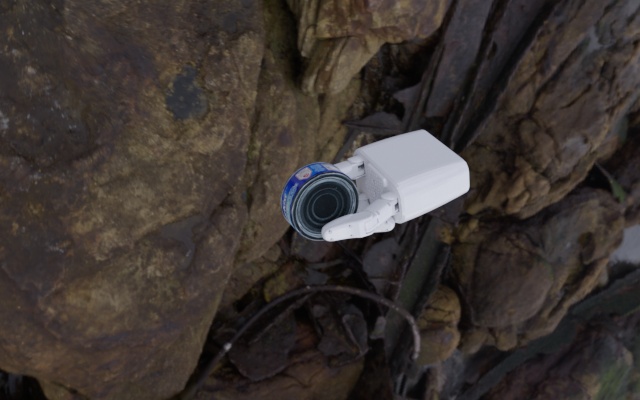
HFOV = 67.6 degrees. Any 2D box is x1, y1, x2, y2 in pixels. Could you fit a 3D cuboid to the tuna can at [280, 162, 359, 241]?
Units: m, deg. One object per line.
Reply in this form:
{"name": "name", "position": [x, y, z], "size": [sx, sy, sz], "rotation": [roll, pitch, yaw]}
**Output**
{"name": "tuna can", "position": [0.000, 0.002, 0.541], "size": [0.086, 0.086, 0.033], "rotation": [0, 23, -26]}
